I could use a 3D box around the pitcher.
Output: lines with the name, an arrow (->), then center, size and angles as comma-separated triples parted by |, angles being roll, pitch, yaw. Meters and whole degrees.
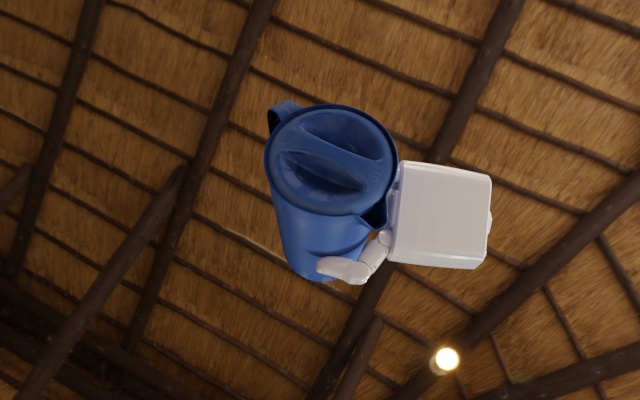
pitcher -> 0.000, 0.002, 0.574 | 0.145, 0.149, 0.243 | 8, -28, 1
